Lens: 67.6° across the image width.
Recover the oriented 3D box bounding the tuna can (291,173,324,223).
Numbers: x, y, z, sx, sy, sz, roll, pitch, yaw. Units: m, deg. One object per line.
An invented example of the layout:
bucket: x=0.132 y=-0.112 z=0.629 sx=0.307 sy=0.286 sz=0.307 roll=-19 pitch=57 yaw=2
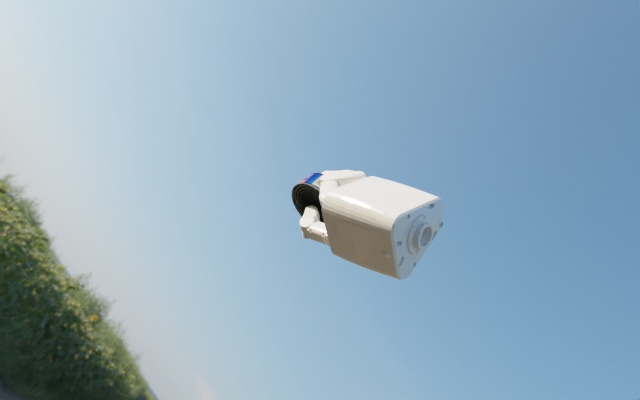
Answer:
tuna can: x=0.000 y=0.002 z=0.704 sx=0.086 sy=0.086 sz=0.033 roll=0 pitch=34 yaw=49
